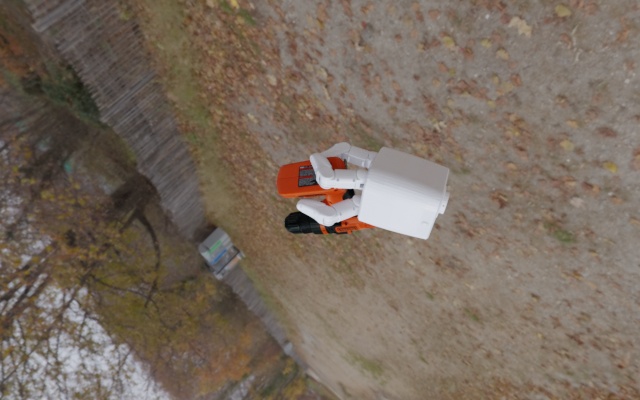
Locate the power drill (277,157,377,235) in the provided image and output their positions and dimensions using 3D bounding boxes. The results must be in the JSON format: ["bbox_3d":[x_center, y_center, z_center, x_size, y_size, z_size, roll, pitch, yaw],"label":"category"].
[{"bbox_3d":[0.000,0.002,0.775,0.184,0.057,0.188,-9,-26,17],"label":"power drill"}]
